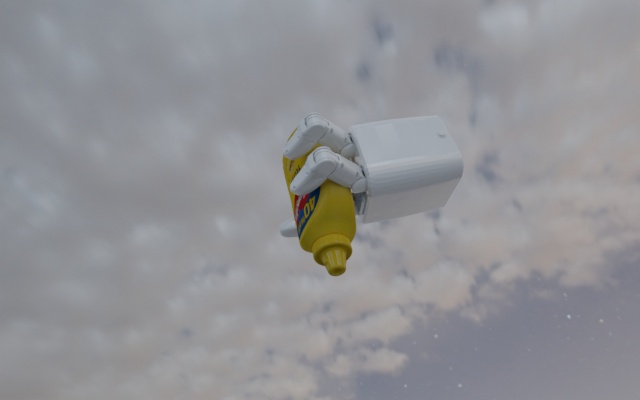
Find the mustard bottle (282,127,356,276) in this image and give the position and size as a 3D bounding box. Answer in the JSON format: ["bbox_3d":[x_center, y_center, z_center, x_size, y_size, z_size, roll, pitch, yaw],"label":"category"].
[{"bbox_3d":[0.000,0.002,0.538,0.058,0.191,0.096,7,-46,-23],"label":"mustard bottle"}]
